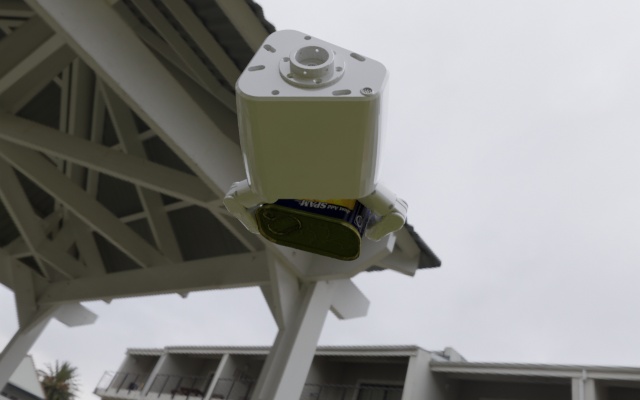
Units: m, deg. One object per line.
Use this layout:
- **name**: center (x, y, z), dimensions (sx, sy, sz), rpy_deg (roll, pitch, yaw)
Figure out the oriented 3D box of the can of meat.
- **can of meat**: center (0.000, 0.001, 0.466), dimensions (0.102, 0.084, 0.057), rpy_deg (12, -38, 13)
